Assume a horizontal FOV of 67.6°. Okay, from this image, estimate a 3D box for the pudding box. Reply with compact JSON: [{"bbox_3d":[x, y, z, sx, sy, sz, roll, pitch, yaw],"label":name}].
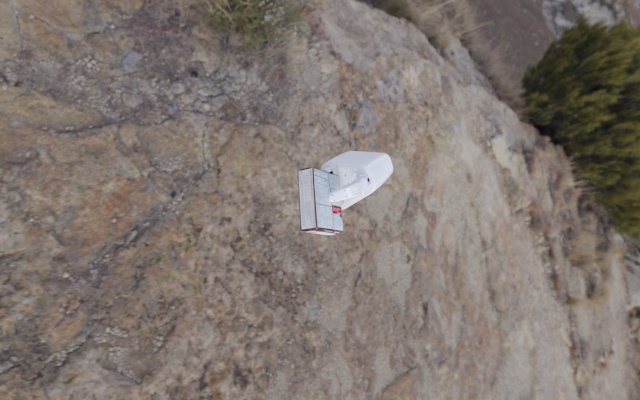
[{"bbox_3d":[0.000,0.003,0.859,0.039,0.113,0.090,-13,-15,33],"label":"pudding box"}]
